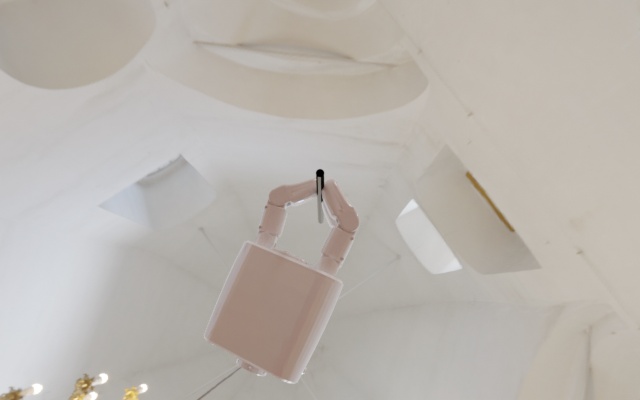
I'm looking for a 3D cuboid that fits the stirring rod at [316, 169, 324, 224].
[{"bbox_3d":[0.000,0.002,0.552,0.011,0.011,0.239,0,-13,0],"label":"stirring rod"}]
